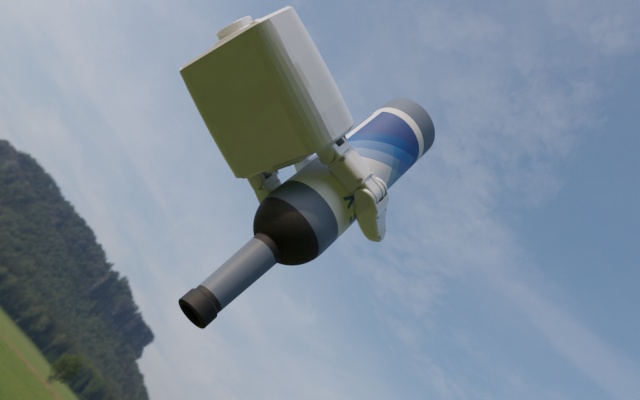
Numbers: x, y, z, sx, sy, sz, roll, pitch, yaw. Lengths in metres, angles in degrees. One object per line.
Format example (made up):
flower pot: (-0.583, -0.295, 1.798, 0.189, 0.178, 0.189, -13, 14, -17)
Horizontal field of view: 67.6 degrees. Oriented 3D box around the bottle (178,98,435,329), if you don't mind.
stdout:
bottle: (0.000, 0.001, 0.419, 0.069, 0.069, 0.295, 0, 32, 47)
